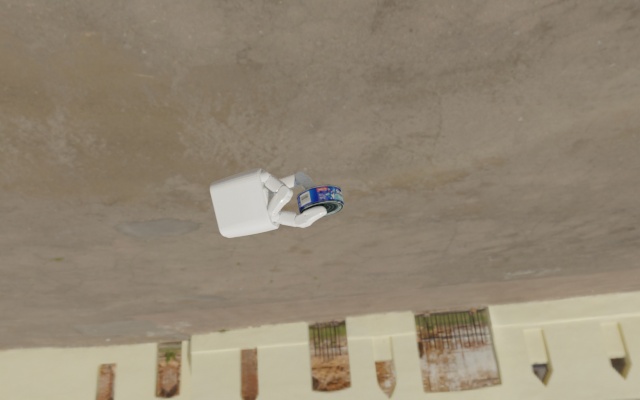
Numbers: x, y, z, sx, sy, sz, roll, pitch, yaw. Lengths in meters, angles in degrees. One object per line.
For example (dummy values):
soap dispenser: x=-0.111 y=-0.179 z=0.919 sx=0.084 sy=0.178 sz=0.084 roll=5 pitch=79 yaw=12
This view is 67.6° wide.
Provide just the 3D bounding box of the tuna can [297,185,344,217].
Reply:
tuna can: x=0.000 y=0.003 z=0.893 sx=0.086 sy=0.033 sz=0.086 roll=-9 pitch=-21 yaw=-4
